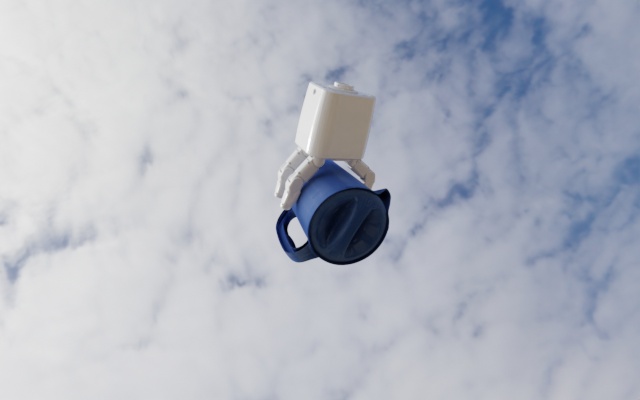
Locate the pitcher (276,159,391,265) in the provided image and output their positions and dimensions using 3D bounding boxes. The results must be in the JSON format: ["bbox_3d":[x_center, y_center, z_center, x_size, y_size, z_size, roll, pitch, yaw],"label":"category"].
[{"bbox_3d":[0.000,0.003,0.823,0.149,0.145,0.242,5,21,-22],"label":"pitcher"}]
